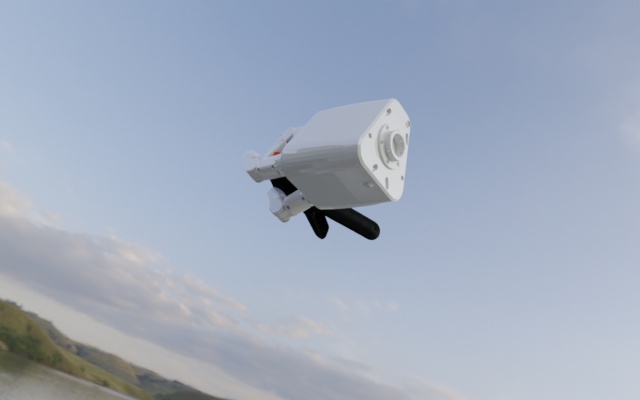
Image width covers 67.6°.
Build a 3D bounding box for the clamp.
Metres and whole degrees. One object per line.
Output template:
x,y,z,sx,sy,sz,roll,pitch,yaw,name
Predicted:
0.000,0.001,0.625,0.120,0.039,0.171,-3,-37,40,clamp
